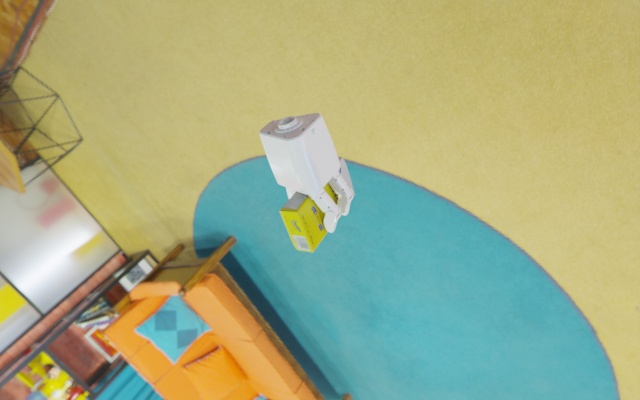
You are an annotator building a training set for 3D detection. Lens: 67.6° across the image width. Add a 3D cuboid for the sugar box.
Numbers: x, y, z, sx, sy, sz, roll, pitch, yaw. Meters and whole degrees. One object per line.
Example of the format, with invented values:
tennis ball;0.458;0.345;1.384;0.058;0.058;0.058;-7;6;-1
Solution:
sugar box;0.000;0.003;0.875;0.048;0.093;0.176;6;40;35
